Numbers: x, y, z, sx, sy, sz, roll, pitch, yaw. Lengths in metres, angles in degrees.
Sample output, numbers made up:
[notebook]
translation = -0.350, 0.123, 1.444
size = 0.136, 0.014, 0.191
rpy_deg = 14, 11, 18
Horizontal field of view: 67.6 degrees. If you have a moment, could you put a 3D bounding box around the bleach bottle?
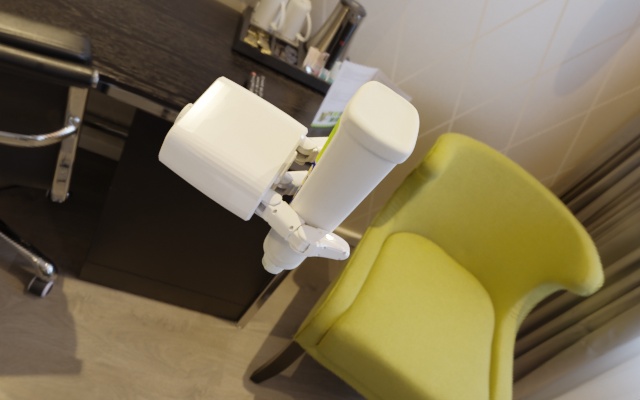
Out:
[bleach bottle]
translation = 0.000, 0.002, 0.493
size = 0.068, 0.251, 0.102
rpy_deg = 34, 37, -5
